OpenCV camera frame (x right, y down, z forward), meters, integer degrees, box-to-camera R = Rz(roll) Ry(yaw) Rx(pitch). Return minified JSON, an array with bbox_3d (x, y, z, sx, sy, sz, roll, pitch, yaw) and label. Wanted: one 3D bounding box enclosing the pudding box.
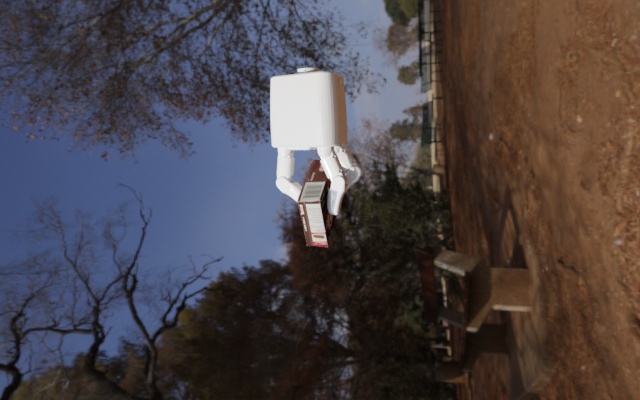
[{"bbox_3d":[0.000,0.002,0.739,0.039,0.090,0.113,1,37,16],"label":"pudding box"}]
